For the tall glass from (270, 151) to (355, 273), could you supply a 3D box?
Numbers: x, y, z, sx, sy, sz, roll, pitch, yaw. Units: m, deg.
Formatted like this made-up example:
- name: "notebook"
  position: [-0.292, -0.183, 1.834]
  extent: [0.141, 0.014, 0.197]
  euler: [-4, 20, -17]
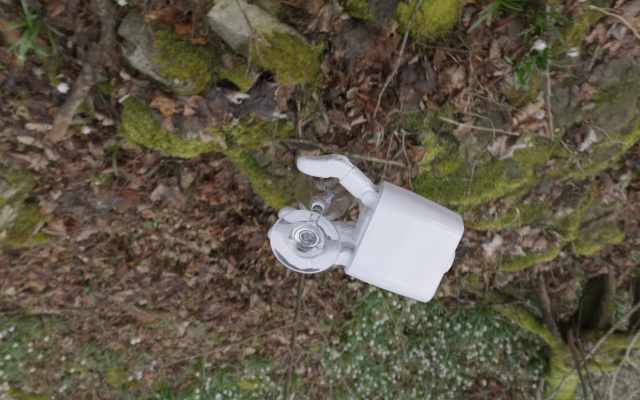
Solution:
- name: "tall glass"
  position: [0.000, 0.002, 0.576]
  extent: [0.079, 0.079, 0.201]
  euler: [0, 25, 10]
